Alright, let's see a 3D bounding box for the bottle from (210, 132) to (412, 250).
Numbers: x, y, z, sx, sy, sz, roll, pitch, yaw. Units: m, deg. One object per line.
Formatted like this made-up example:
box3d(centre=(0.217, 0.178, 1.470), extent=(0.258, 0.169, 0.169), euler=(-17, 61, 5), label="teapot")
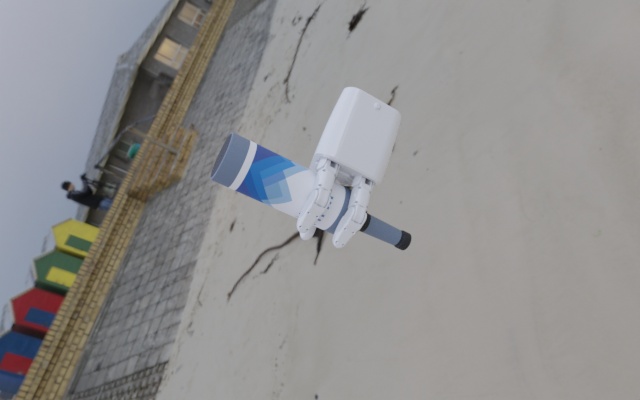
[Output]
box3d(centre=(0.000, 0.002, 0.652), extent=(0.296, 0.069, 0.069), euler=(25, -9, -20), label="bottle")
